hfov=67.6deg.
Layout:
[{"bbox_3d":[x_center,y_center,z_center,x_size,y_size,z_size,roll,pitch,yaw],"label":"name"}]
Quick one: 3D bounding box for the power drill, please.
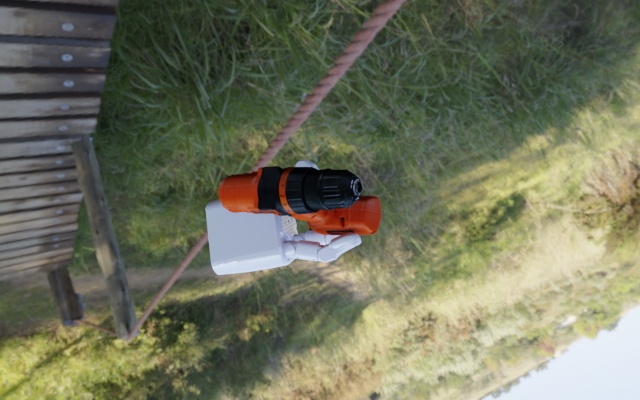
[{"bbox_3d":[0.000,0.002,0.581,0.184,0.057,0.188,0,-12,34],"label":"power drill"}]
